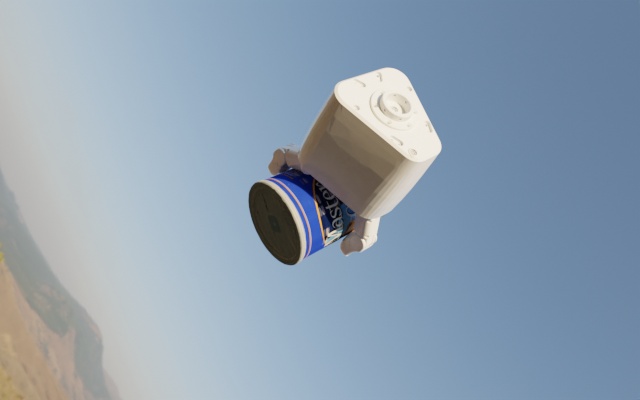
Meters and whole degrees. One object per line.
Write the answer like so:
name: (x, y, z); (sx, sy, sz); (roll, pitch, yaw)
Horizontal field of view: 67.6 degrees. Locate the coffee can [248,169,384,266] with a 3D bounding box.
coffee can: (0.000, 0.002, 0.573); (0.140, 0.103, 0.103); (-25, 14, -32)
